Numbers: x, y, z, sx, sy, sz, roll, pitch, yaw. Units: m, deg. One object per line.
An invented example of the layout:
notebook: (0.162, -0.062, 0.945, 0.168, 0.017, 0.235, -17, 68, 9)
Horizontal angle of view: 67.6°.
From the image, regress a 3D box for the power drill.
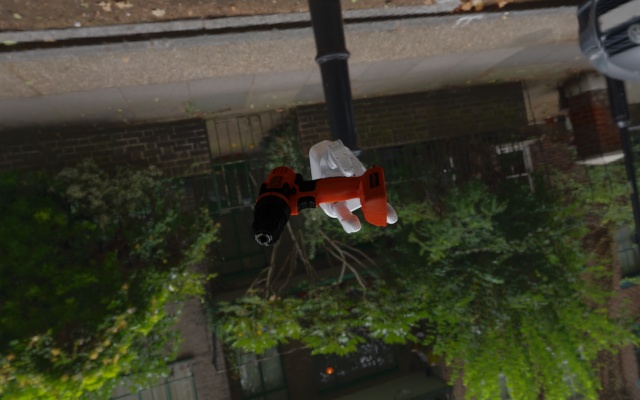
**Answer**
power drill: (0.001, 0.002, 0.688, 0.187, 0.057, 0.184, -1, 32, 5)
